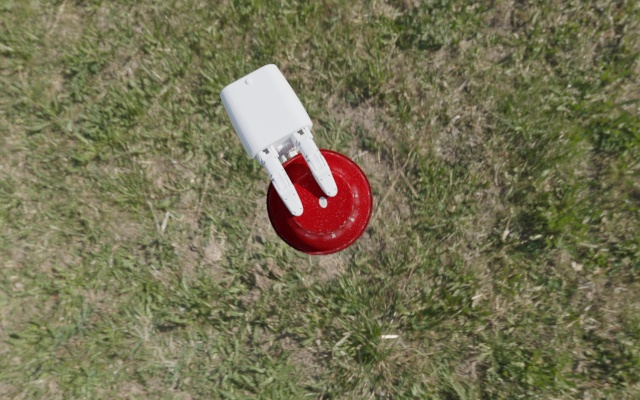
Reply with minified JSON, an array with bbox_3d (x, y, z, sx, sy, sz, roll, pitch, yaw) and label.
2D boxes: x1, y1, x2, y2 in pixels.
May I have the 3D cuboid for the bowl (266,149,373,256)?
[{"bbox_3d":[0.001,0.003,0.696,0.162,0.162,0.055,0,0,-3],"label":"bowl"}]
